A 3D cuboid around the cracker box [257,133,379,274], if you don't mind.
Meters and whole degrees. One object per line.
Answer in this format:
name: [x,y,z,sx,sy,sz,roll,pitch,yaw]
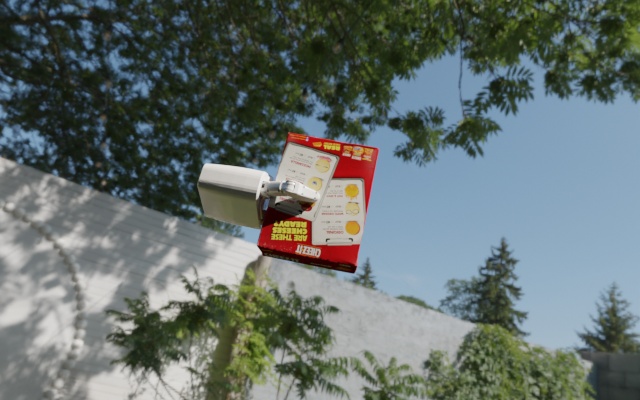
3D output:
cracker box: [0.000,0.002,0.815,0.164,0.213,0.072,10,-21,6]
